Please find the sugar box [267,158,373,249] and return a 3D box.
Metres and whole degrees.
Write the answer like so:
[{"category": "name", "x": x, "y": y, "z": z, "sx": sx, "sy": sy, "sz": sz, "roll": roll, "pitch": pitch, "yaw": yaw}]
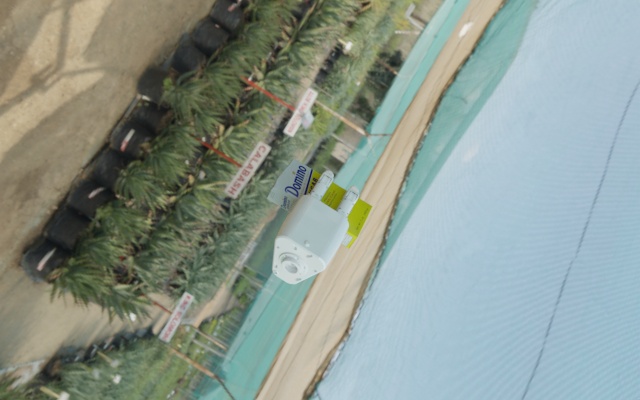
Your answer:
[{"category": "sugar box", "x": 0.000, "y": 0.003, "z": 0.875, "sx": 0.176, "sy": 0.093, "sz": 0.048, "roll": 33, "pitch": -45, "yaw": -2}]
